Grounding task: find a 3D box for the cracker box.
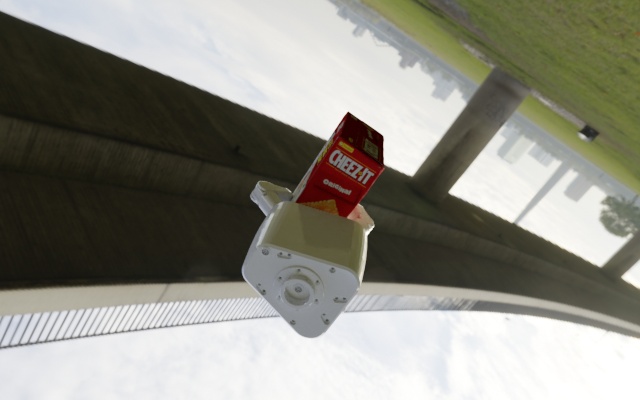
[{"bbox_3d":[0.000,0.002,0.627,0.072,0.214,0.164,33,21,-6],"label":"cracker box"}]
